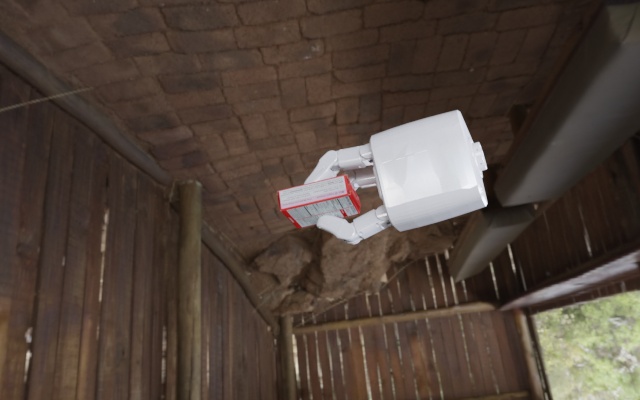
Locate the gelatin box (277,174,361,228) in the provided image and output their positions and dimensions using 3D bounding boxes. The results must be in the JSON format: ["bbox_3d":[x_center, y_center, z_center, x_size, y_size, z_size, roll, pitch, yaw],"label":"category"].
[{"bbox_3d":[0.000,0.002,0.590,0.089,0.030,0.073,-14,-22,10],"label":"gelatin box"}]
